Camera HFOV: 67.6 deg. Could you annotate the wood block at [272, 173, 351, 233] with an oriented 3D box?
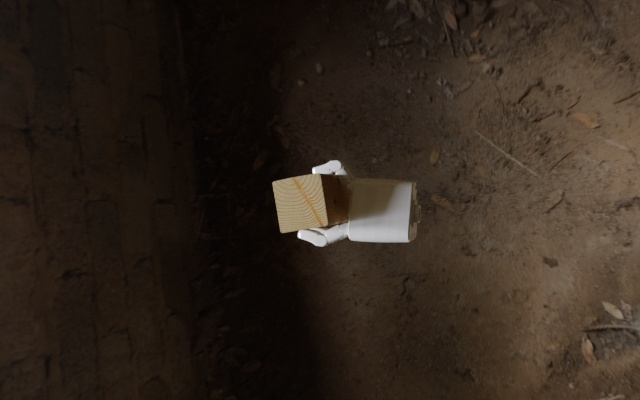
[{"bbox_3d":[0.000,0.003,0.890,0.090,0.091,0.206,-10,-3,19],"label":"wood block"}]
